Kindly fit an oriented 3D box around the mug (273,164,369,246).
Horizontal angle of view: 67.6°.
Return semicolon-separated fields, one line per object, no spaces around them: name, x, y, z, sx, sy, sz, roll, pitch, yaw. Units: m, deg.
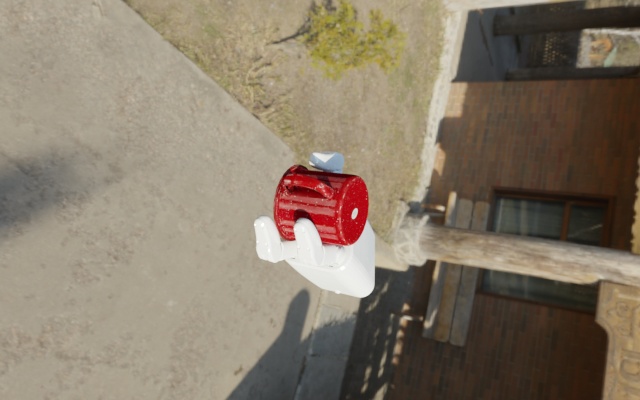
mug;0.000;0.001;0.543;0.081;0.093;0.117;7;-25;29
